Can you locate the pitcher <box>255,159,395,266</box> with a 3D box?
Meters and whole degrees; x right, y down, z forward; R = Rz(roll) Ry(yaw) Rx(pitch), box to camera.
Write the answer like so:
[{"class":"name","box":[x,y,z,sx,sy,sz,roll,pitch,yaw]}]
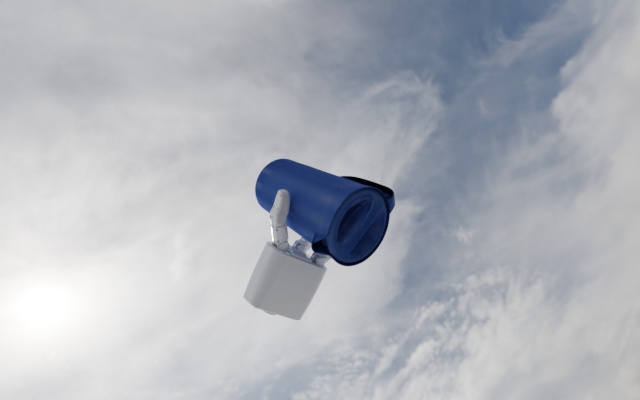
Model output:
[{"class":"pitcher","box":[0.000,0.003,0.833,0.149,0.145,0.242,23,3,-44]}]
